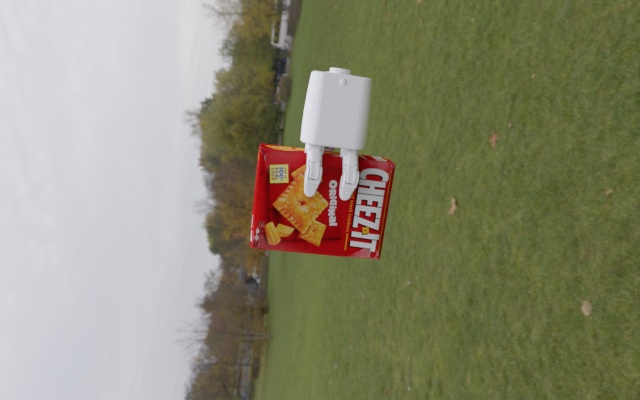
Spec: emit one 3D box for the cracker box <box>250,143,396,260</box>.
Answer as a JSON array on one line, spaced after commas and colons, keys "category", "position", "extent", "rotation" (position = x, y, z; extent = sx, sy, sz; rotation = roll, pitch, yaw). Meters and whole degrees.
[{"category": "cracker box", "position": [0.000, 0.002, 0.770], "extent": [0.214, 0.164, 0.072], "rotation": [6, 13, -7]}]
